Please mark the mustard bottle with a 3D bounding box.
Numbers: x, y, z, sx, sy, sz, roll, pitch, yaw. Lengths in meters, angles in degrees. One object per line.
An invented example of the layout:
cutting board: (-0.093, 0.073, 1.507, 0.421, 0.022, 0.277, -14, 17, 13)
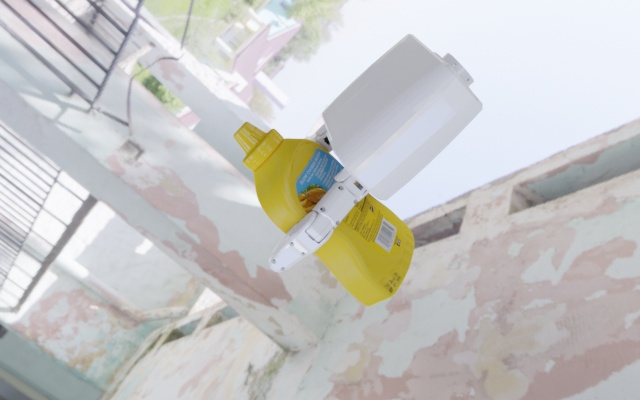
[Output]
mustard bottle: (0.000, 0.002, 0.428, 0.058, 0.192, 0.096, -35, 19, 41)
